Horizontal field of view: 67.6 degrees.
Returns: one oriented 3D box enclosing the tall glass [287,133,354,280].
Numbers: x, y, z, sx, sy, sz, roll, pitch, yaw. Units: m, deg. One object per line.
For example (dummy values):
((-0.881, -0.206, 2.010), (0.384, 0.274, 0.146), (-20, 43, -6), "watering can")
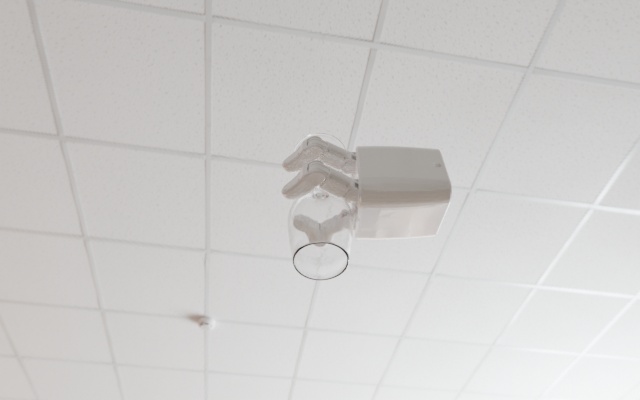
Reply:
((0.000, 0.002, 0.592), (0.079, 0.079, 0.200), (0, 41, 0), "tall glass")
